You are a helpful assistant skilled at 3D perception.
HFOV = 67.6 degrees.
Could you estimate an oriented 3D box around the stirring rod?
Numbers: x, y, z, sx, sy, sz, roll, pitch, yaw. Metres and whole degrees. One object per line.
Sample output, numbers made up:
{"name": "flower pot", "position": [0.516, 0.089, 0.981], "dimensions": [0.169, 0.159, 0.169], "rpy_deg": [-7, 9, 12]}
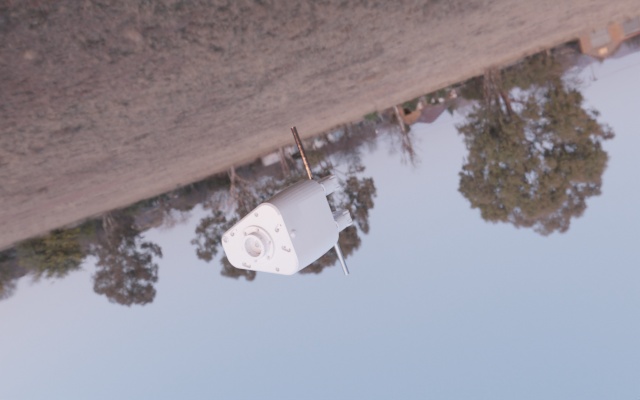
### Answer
{"name": "stirring rod", "position": [0.000, 0.002, 0.728], "dimensions": [0.011, 0.239, 0.011], "rpy_deg": [-20, 7, 3]}
